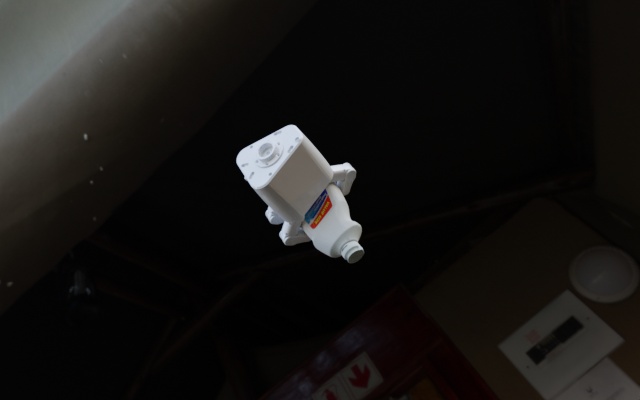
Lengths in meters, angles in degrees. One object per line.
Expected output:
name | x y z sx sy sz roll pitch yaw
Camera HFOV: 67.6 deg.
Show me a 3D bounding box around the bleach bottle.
bleach bottle | 0.000 0.003 0.797 0.250 0.102 0.068 52 2 39
